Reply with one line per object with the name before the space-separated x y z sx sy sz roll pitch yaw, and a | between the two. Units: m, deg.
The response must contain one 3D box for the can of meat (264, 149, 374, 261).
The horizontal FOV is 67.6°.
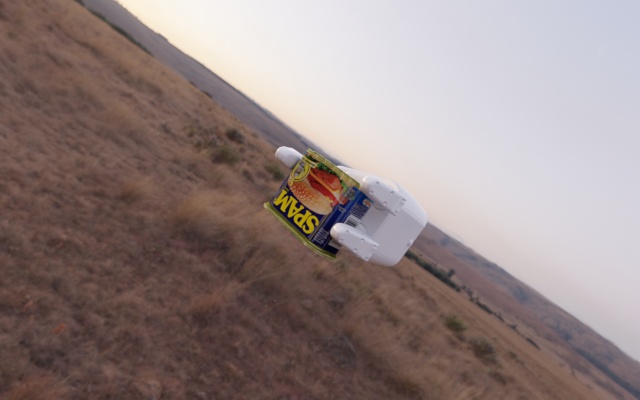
can of meat | 0.000 0.001 0.521 0.102 0.084 0.057 39 5 39
